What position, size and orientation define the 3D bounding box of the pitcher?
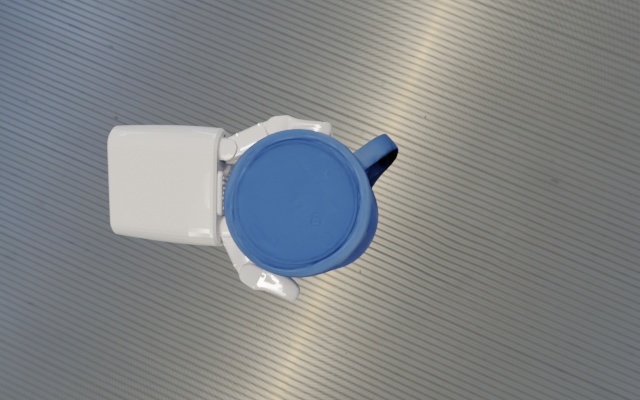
[{"bbox_3d":[0.000,0.002,0.453,0.145,0.149,0.243,5,-3,5],"label":"pitcher"}]
